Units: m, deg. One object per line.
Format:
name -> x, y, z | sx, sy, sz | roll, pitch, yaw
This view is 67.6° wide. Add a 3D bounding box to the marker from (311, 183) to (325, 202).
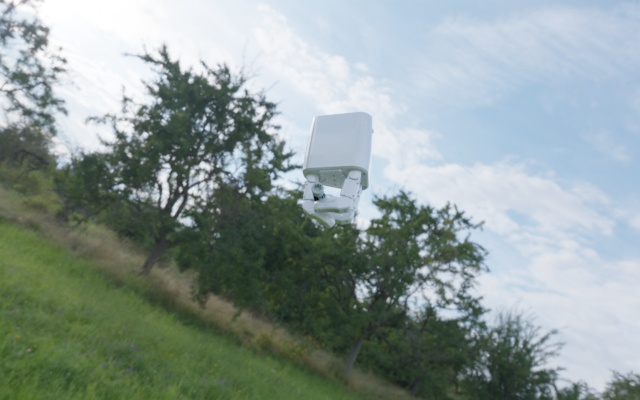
marker -> 0.000, 0.003, 0.779 | 0.020, 0.020, 0.121 | 0, -21, 5
